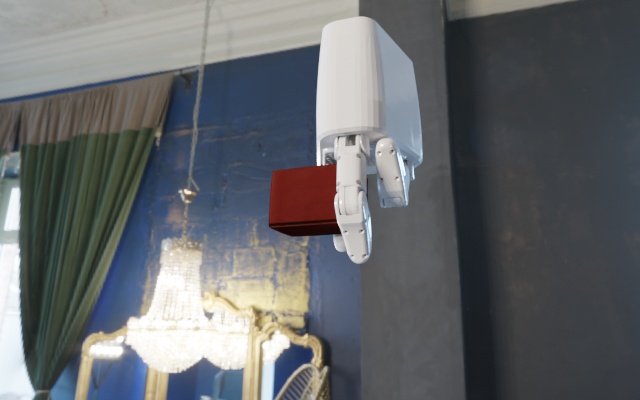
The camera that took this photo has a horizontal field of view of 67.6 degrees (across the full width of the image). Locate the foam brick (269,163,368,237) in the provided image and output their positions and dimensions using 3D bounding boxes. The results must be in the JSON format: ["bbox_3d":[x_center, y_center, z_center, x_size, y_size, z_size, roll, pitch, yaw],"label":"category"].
[{"bbox_3d":[0.000,0.001,0.423,0.078,0.051,0.053,-5,-15,16],"label":"foam brick"}]
